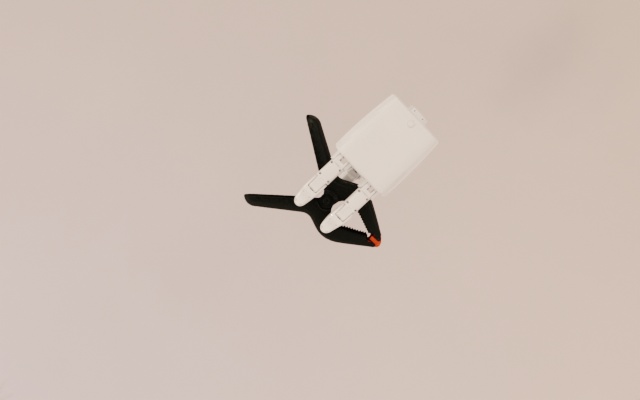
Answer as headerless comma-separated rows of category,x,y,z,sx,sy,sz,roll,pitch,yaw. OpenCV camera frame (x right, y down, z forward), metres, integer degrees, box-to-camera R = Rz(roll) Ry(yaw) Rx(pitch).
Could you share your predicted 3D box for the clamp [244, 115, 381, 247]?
clamp,0.001,0.002,0.708,0.164,0.210,0.036,-43,2,14
